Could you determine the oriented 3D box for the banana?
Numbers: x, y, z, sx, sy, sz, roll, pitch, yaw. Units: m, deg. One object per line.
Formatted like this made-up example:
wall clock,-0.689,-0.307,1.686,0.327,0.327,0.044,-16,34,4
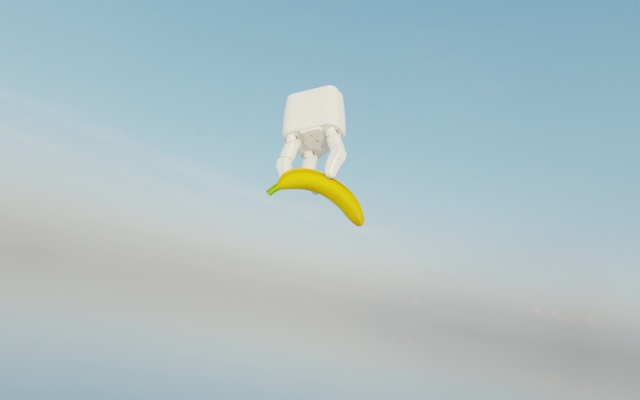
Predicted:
banana,0.006,-0.013,0.847,0.198,0.070,0.037,21,26,-22
